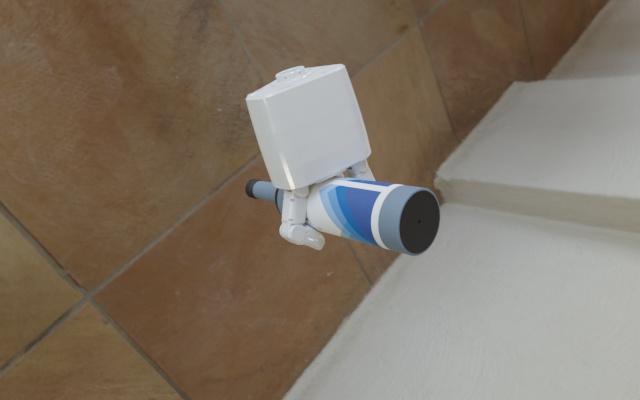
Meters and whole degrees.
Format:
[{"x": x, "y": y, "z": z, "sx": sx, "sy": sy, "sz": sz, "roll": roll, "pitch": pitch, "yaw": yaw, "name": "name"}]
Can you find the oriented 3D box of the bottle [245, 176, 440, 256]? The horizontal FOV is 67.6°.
[{"x": 0.000, "y": 0.002, "z": 0.568, "sx": 0.069, "sy": 0.069, "sz": 0.295, "roll": 0, "pitch": 7, "yaw": -41, "name": "bottle"}]
